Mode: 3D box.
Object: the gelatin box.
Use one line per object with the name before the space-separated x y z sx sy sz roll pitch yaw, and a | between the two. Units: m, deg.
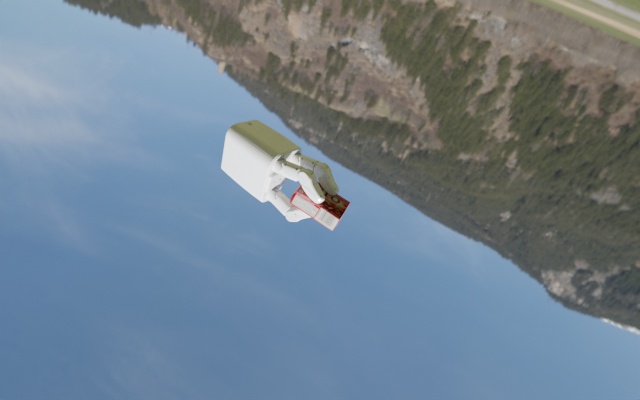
gelatin box | 0.000 0.003 0.817 0.089 0.030 0.073 34 29 2
